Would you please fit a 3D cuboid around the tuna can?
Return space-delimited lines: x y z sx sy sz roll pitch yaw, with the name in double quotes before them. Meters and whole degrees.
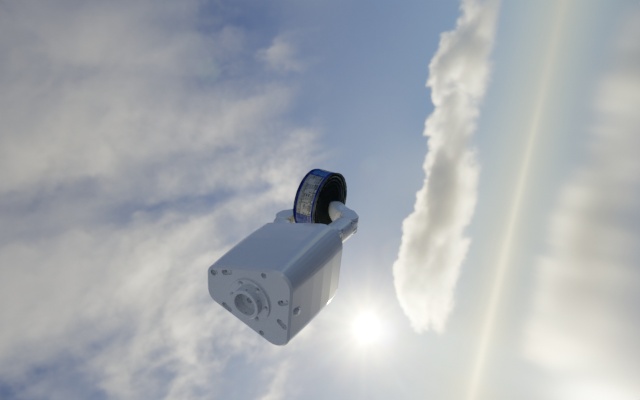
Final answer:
"tuna can" 0.000 0.002 0.626 0.033 0.086 0.086 16 7 27
